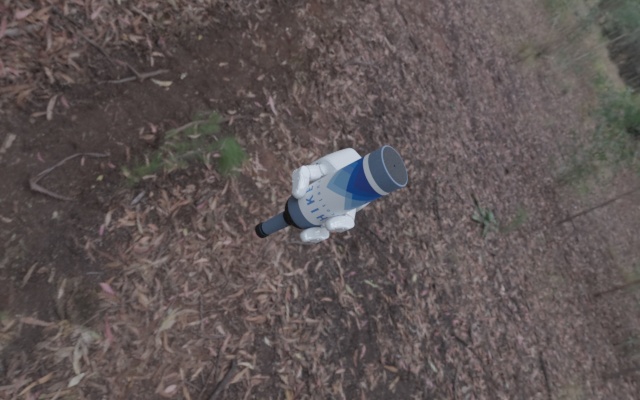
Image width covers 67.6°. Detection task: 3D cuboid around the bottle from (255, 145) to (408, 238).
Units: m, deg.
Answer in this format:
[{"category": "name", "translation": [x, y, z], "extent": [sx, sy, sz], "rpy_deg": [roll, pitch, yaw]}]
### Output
[{"category": "bottle", "translation": [0.000, 0.002, 0.781], "extent": [0.296, 0.069, 0.069], "rpy_deg": [-26, -16, 35]}]
